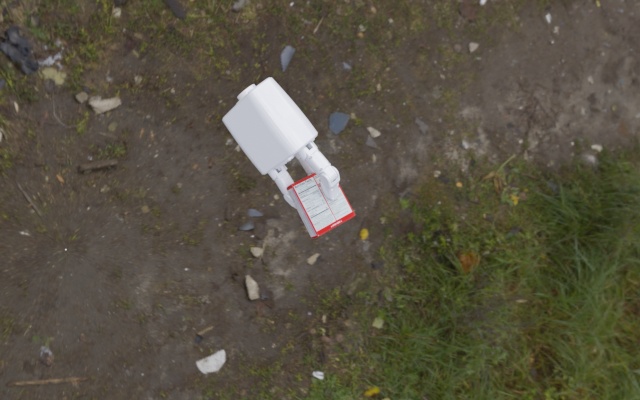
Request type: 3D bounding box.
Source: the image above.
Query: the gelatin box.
[{"bbox_3d":[0.000,0.003,0.731,0.073,0.089,0.030,-28,0,-25],"label":"gelatin box"}]
